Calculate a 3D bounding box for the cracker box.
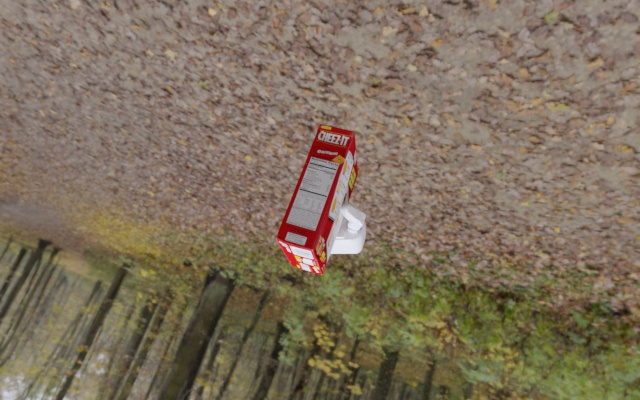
[{"bbox_3d":[0.000,0.003,0.821,0.072,0.213,0.164,15,-19,12],"label":"cracker box"}]
